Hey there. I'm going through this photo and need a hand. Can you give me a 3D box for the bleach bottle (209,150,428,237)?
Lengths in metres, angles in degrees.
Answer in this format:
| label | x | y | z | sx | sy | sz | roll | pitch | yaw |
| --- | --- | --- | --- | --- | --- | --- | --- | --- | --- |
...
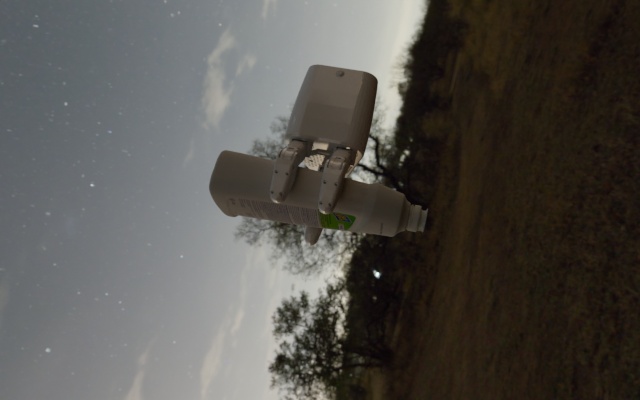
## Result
| label | x | y | z | sx | sy | sz | roll | pitch | yaw |
| --- | --- | --- | --- | --- | --- | --- | --- | --- | --- |
| bleach bottle | 0.000 | 0.002 | 0.576 | 0.251 | 0.068 | 0.103 | 11 | -19 | 10 |
